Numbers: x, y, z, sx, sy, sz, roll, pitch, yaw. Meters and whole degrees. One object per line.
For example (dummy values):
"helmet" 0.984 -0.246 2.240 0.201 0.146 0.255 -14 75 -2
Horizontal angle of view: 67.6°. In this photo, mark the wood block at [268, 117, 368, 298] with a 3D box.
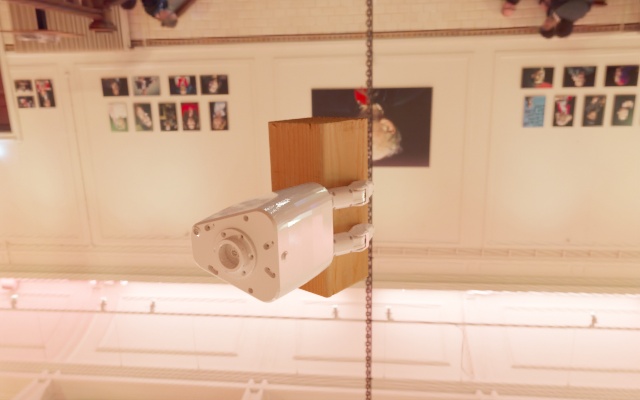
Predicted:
"wood block" 0.000 0.002 0.600 0.091 0.206 0.090 10 18 39
